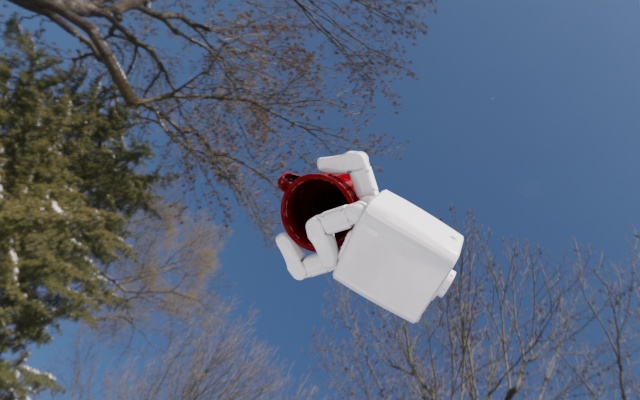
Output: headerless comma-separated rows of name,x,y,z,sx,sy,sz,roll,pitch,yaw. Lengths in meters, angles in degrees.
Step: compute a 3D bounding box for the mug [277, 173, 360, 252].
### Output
mug,-0.001,0.001,0.587,0.117,0.093,0.081,32,20,13
